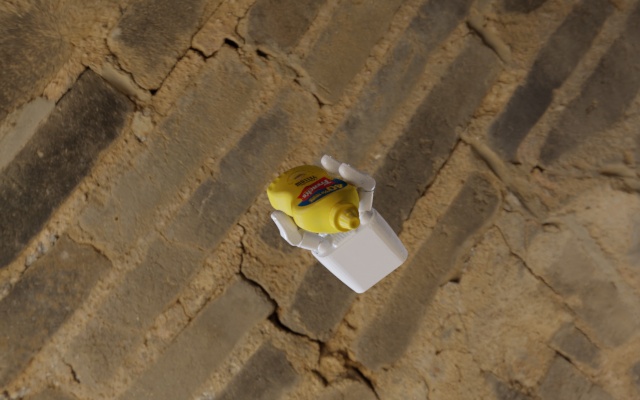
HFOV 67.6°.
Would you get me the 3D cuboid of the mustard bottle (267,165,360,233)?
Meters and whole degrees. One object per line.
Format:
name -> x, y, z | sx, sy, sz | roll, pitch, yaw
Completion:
mustard bottle -> 0.000, 0.002, 0.685 | 0.096, 0.058, 0.191 | -25, 27, -19
